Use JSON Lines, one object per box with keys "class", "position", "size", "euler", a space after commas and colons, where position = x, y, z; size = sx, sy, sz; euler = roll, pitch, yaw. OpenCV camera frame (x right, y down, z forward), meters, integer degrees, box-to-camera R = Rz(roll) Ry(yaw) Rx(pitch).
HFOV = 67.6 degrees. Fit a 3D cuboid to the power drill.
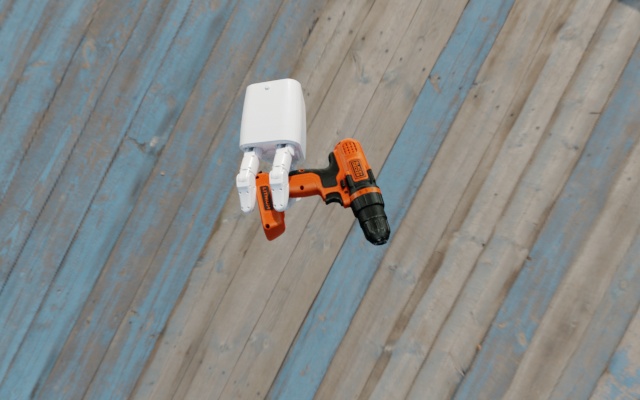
{"class": "power drill", "position": [0.000, 0.002, 0.734], "size": [0.187, 0.184, 0.057], "euler": [-14, -29, -6]}
